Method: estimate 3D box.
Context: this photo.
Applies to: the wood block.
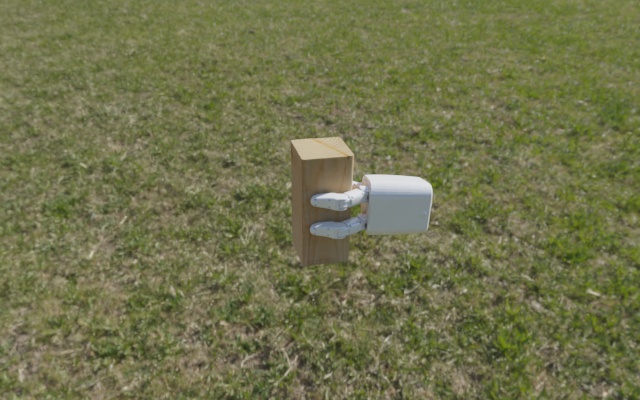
[{"bbox_3d":[0.000,0.002,0.841,0.090,0.206,0.090,-6,29,-13],"label":"wood block"}]
